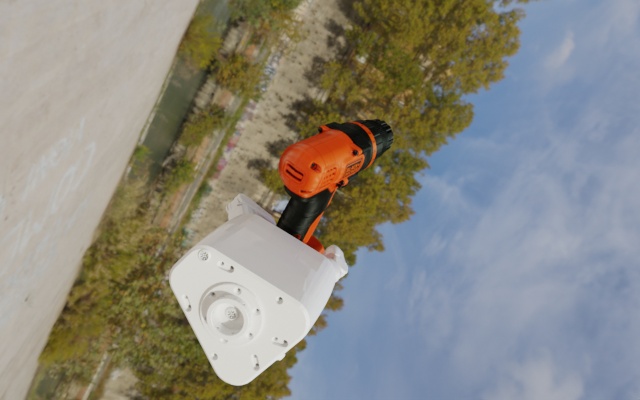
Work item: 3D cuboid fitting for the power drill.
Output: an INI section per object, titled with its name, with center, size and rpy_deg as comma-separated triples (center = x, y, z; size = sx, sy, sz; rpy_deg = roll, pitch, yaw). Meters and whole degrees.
[power drill]
center = 0.000, 0.002, 0.513
size = 0.057, 0.188, 0.184
rpy_deg = 35, 32, 20
